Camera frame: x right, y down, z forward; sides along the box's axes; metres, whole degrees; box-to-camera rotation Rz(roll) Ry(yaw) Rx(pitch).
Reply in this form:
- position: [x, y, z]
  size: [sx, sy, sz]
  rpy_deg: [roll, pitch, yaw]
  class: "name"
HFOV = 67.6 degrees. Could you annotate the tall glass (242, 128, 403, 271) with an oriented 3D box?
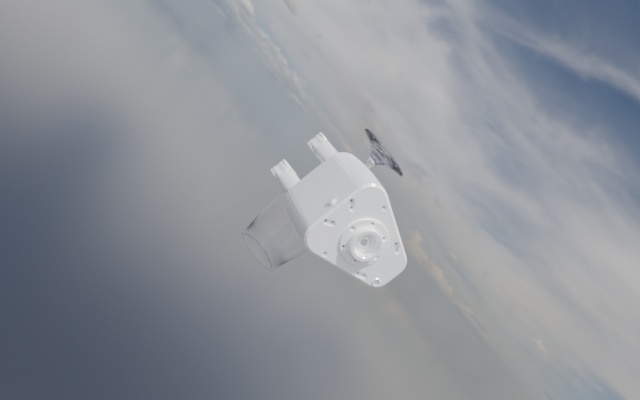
- position: [0.001, 0.002, 0.591]
  size: [0.201, 0.079, 0.079]
  rpy_deg: [-38, -2, 2]
  class: "tall glass"
